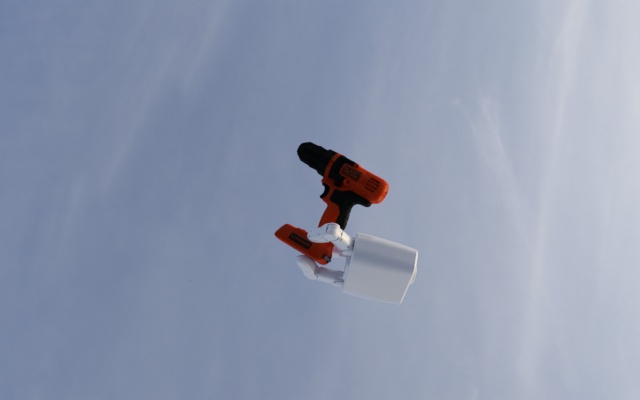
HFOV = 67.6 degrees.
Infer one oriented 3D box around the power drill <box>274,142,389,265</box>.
[{"bbox_3d":[0.000,0.003,0.837,0.184,0.187,0.057,30,-7,20],"label":"power drill"}]
